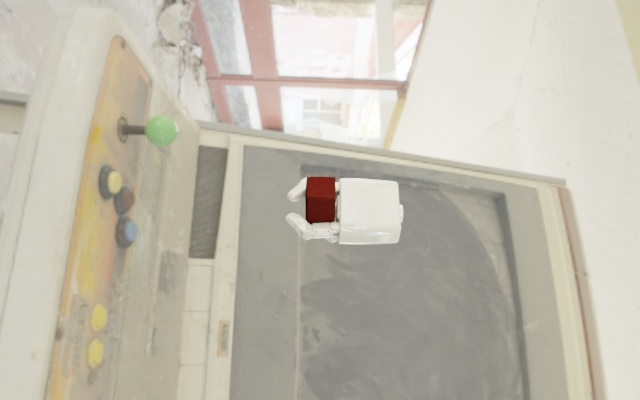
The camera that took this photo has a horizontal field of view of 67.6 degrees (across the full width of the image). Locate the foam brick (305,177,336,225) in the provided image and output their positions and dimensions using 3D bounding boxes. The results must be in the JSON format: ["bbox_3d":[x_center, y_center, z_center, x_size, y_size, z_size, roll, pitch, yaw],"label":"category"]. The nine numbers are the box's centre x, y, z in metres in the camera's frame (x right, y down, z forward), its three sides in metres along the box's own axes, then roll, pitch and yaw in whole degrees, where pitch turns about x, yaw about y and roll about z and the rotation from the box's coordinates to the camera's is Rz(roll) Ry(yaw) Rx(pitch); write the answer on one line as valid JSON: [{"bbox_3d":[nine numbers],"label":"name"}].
[{"bbox_3d":[0.000,0.003,0.833,0.051,0.053,0.078,1,-42,0],"label":"foam brick"}]
